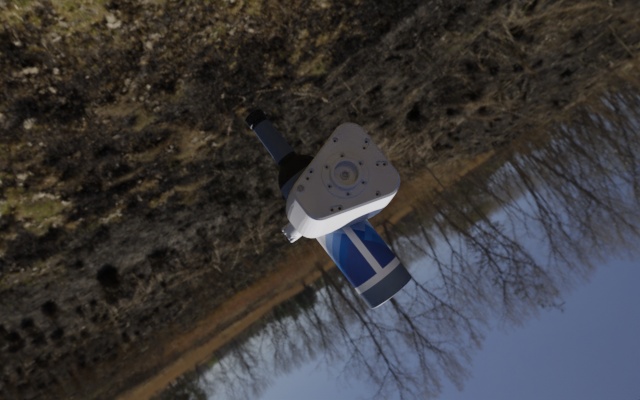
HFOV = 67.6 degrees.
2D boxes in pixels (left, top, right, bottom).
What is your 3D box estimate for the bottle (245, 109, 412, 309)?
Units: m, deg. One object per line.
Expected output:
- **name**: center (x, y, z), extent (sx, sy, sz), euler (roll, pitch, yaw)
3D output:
- **bottle**: center (0.000, 0.002, 0.622), extent (0.069, 0.295, 0.069), euler (-37, -6, -5)
